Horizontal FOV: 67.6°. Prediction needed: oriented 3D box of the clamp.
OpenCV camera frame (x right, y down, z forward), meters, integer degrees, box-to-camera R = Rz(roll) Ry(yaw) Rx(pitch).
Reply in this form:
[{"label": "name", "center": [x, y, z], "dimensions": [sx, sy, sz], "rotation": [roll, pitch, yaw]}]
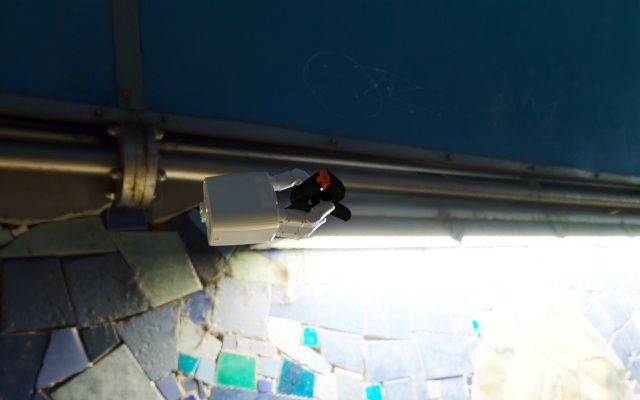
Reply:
[{"label": "clamp", "center": [0.000, 0.002, 0.836], "dimensions": [0.164, 0.036, 0.210], "rotation": [-6, -22, -19]}]
